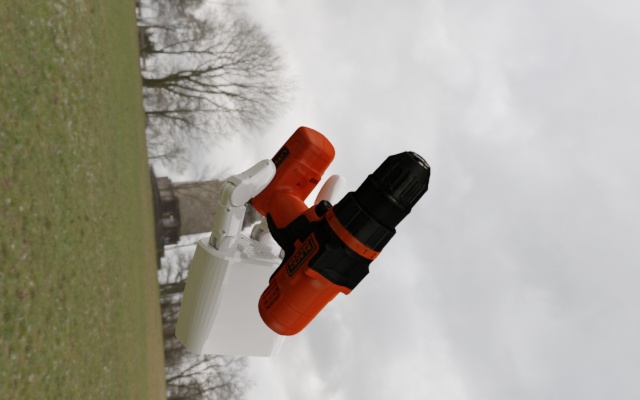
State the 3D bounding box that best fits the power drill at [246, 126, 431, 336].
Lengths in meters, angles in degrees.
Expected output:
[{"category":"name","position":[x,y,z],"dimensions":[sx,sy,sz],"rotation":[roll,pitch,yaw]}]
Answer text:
[{"category":"power drill","position":[0.000,0.001,0.434],"dimensions":[0.057,0.184,0.187],"rotation":[34,16,-29]}]
